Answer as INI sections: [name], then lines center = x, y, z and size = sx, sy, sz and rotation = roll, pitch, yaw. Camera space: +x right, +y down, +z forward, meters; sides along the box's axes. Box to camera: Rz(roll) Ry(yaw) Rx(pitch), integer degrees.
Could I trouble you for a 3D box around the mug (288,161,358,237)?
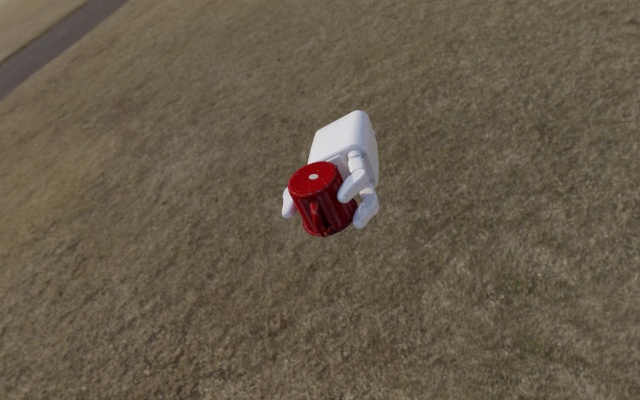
[mug]
center = 0.000, 0.003, 0.718
size = 0.093, 0.081, 0.117
rotation = -13, 40, 17
